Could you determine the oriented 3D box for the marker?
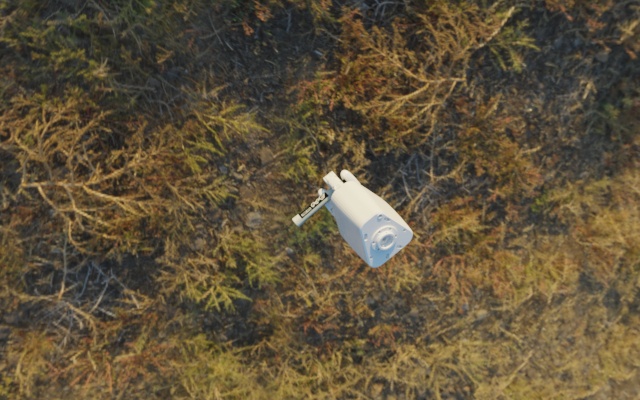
[{"bbox_3d":[0.000,0.003,0.872,0.121,0.020,0.020,-40,0,0],"label":"marker"}]
